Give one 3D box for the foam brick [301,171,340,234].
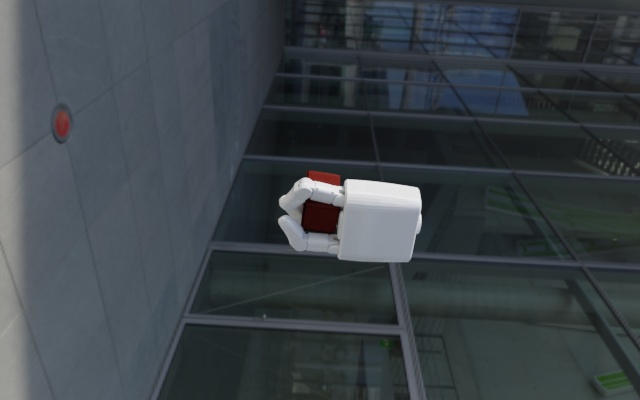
[{"bbox_3d":[0.000,0.002,0.703,0.051,0.053,0.078,6,44,-3],"label":"foam brick"}]
